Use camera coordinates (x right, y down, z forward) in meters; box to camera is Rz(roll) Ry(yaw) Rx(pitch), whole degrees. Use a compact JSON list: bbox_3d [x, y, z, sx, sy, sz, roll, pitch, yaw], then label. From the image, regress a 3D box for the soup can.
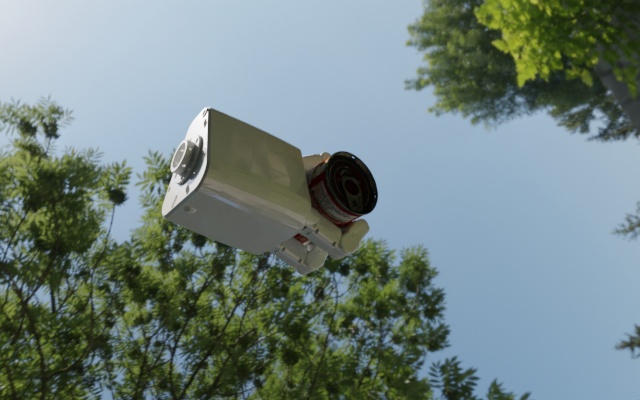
[{"bbox_3d":[0.000,0.002,0.498,0.068,0.068,0.102,0,-23,-43],"label":"soup can"}]
